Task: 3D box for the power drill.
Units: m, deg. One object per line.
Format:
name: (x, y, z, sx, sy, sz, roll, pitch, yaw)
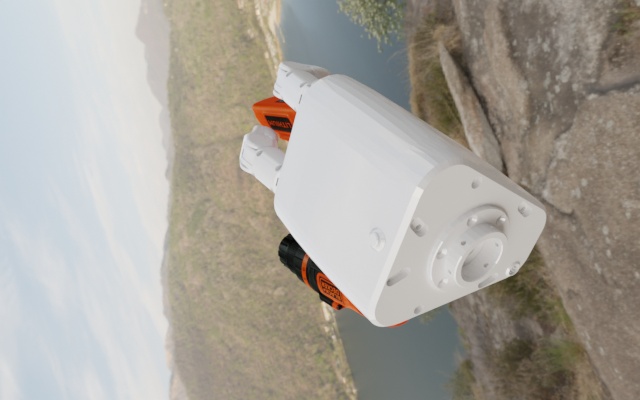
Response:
power drill: (0.000, 0.001, 0.412, 0.057, 0.188, 0.184, -26, 23, -28)
